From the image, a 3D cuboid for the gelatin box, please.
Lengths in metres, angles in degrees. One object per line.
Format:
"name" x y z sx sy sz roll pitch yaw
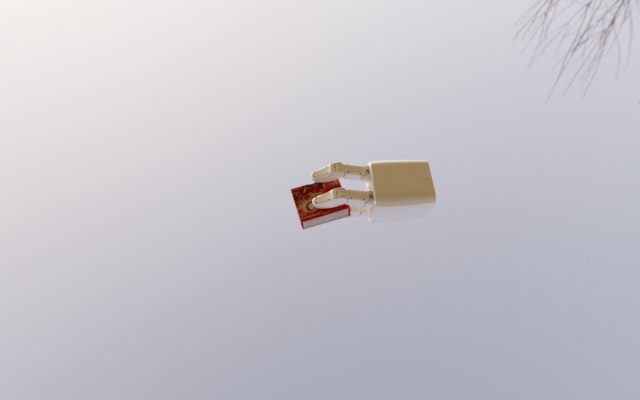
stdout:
"gelatin box" 0.000 0.003 0.829 0.089 0.073 0.030 -16 -33 -5
